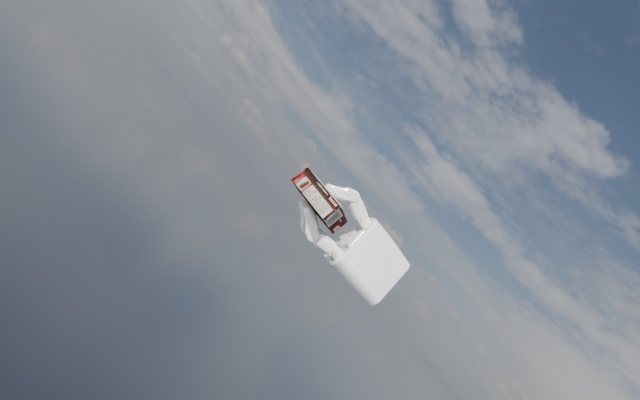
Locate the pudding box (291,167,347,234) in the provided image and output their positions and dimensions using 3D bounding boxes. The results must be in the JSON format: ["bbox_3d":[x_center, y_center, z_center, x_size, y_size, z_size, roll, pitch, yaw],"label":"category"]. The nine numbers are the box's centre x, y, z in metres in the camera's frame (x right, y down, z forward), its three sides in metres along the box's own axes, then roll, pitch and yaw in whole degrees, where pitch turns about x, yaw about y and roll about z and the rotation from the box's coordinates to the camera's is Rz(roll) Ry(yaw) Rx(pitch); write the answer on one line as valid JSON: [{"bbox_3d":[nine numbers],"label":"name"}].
[{"bbox_3d":[0.000,0.003,0.793,0.039,0.090,0.113,-39,-16,-4],"label":"pudding box"}]
